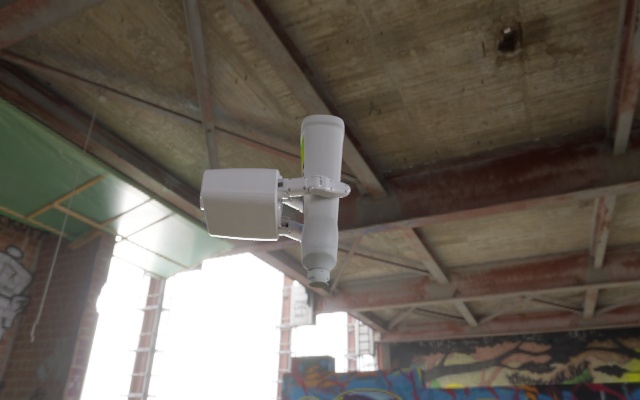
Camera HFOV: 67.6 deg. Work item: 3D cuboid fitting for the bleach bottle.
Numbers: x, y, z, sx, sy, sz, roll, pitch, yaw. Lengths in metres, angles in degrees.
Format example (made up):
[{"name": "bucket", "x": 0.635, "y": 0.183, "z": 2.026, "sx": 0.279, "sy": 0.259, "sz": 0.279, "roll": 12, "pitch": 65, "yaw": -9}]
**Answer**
[{"name": "bleach bottle", "x": 0.000, "y": 0.002, "z": 0.715, "sx": 0.068, "sy": 0.250, "sz": 0.103, "roll": 2, "pitch": -27, "yaw": -2}]
